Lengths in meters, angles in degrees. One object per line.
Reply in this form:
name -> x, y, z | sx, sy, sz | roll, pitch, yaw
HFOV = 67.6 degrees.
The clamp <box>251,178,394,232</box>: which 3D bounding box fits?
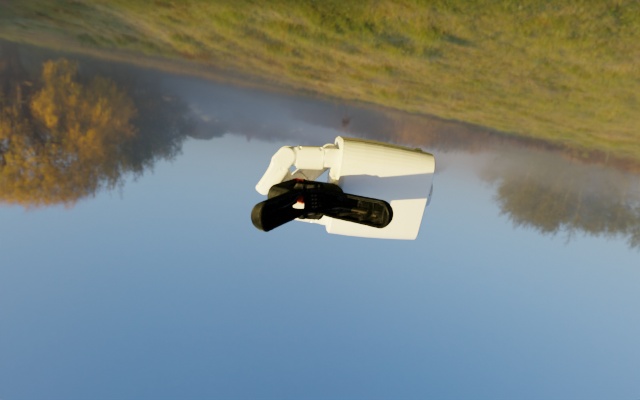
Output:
clamp -> 0.000, 0.002, 0.466 | 0.120, 0.039, 0.171 | 6, 12, -3
